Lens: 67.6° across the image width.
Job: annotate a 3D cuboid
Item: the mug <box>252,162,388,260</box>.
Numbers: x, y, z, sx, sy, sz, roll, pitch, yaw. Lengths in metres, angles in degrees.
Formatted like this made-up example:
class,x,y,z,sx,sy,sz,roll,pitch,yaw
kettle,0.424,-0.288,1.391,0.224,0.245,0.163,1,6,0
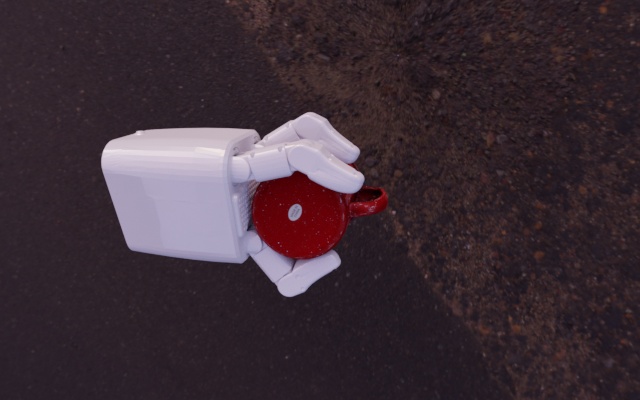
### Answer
class,x,y,z,sx,sy,sz,roll,pitch,yaw
mug,0.001,0.002,0.420,0.117,0.093,0.081,3,17,9
